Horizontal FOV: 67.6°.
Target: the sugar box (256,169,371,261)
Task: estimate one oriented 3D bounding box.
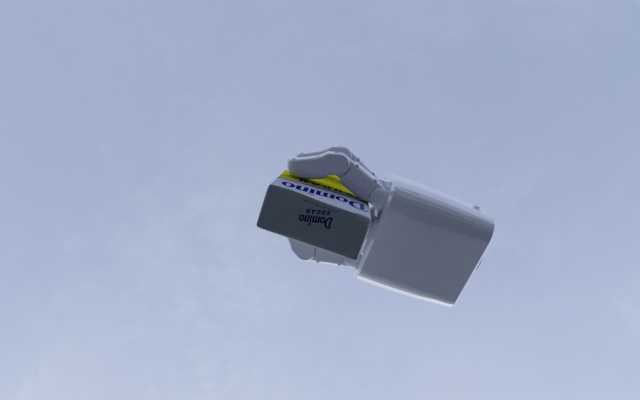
[{"bbox_3d":[0.000,0.001,0.481,0.093,0.048,0.176,19,9,-1],"label":"sugar box"}]
